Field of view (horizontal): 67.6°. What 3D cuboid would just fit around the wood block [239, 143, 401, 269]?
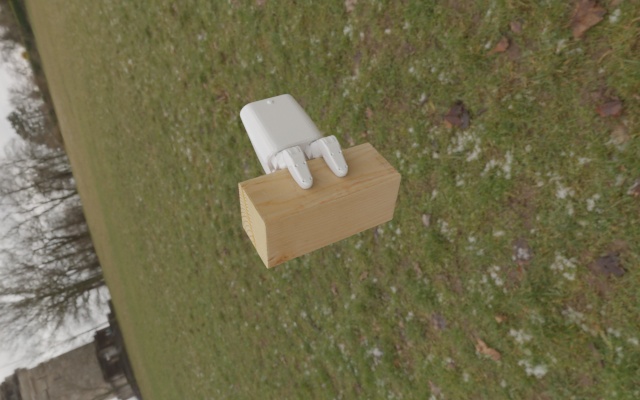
[{"bbox_3d":[0.000,0.002,0.675,0.206,0.091,0.090,-20,49,-22],"label":"wood block"}]
